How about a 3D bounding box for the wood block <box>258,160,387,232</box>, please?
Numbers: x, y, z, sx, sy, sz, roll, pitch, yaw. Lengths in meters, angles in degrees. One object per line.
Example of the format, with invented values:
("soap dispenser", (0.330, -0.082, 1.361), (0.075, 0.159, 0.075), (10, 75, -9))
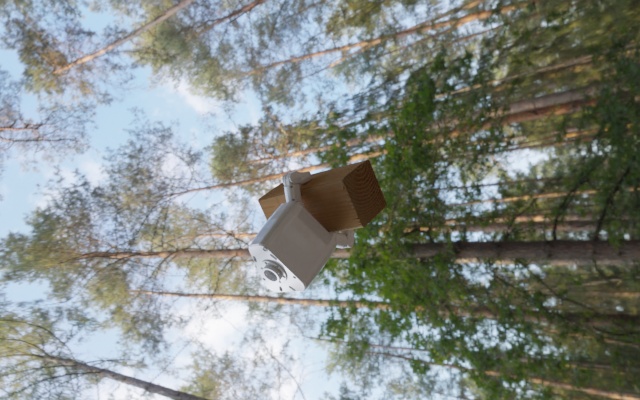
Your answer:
("wood block", (0.000, 0.003, 0.854), (0.206, 0.091, 0.090), (-11, 18, 41))
